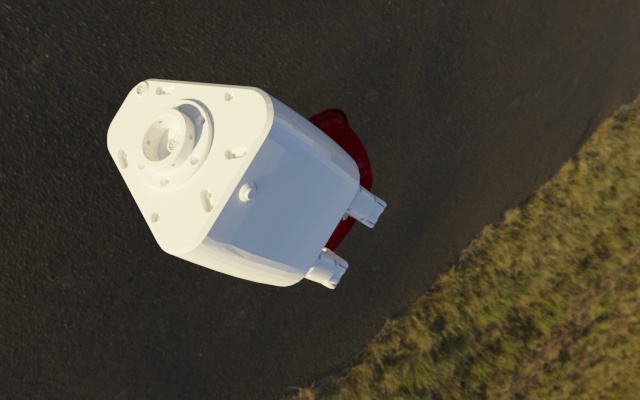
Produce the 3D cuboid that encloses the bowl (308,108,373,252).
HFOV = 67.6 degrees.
[{"bbox_3d":[0.001,0.002,0.432,0.055,0.162,0.162,32,10,17],"label":"bowl"}]
